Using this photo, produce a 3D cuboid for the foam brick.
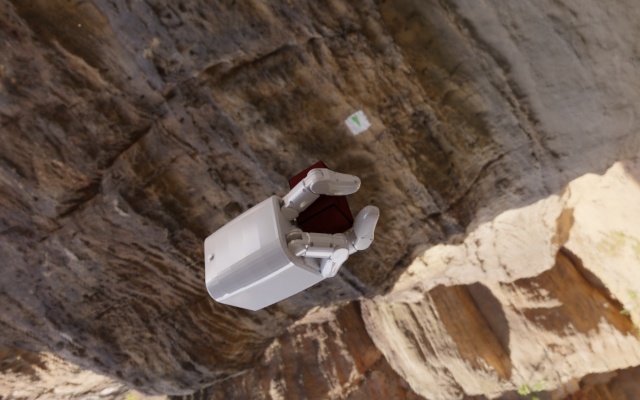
[{"bbox_3d":[0.000,0.002,0.577,0.051,0.078,0.053,-30,-46,15],"label":"foam brick"}]
